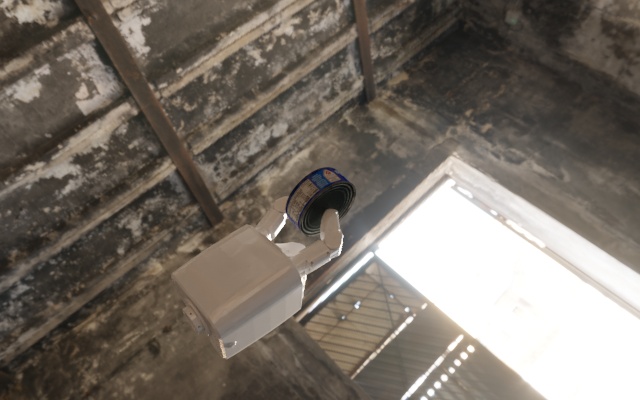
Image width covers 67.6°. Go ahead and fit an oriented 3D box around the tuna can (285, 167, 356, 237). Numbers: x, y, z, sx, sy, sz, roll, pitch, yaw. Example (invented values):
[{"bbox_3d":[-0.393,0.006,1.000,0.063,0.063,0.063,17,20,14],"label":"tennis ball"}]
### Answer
[{"bbox_3d":[0.000,0.002,0.582,0.086,0.086,0.033,0,39,-51],"label":"tuna can"}]
